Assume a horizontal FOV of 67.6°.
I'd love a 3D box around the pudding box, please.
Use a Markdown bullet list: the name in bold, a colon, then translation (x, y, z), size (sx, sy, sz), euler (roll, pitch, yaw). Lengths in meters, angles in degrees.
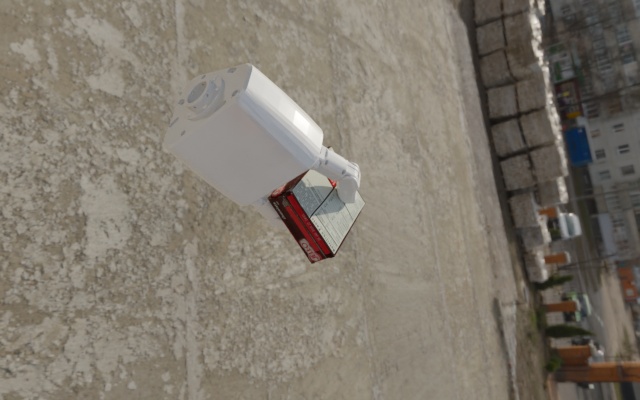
- **pudding box**: translation (0.000, 0.002, 0.540), size (0.039, 0.090, 0.113), euler (-19, 21, 36)
